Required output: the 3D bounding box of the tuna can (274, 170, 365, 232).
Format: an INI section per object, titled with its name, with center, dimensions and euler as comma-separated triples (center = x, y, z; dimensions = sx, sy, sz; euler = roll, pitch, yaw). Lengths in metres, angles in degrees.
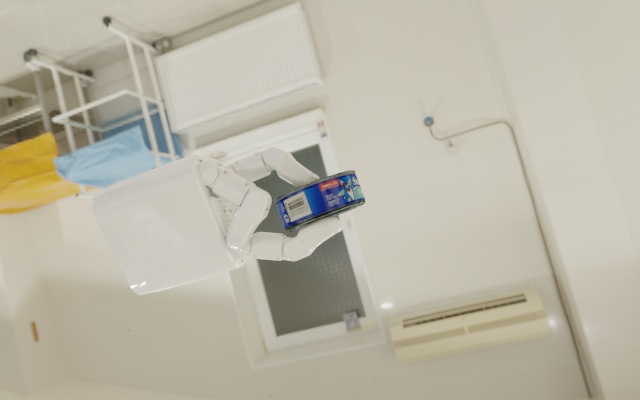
[tuna can]
center = 0.000, 0.002, 0.472
dimensions = 0.086, 0.033, 0.086
euler = -20, -5, -2
